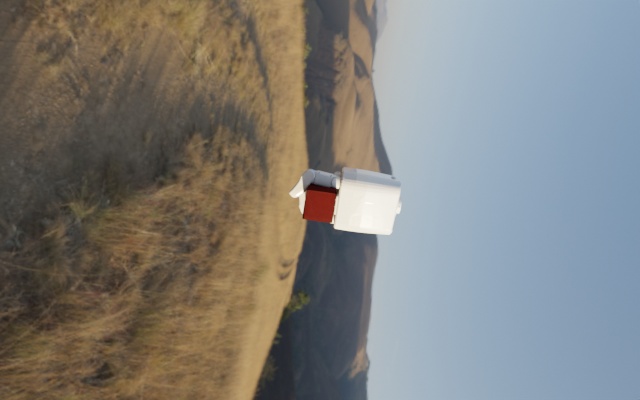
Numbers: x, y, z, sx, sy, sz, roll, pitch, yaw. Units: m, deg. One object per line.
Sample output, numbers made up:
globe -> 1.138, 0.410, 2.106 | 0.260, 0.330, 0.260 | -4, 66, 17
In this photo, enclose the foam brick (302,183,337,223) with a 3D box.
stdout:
foam brick -> 0.000, 0.003, 0.827 | 0.051, 0.053, 0.078 | 9, 12, 1
